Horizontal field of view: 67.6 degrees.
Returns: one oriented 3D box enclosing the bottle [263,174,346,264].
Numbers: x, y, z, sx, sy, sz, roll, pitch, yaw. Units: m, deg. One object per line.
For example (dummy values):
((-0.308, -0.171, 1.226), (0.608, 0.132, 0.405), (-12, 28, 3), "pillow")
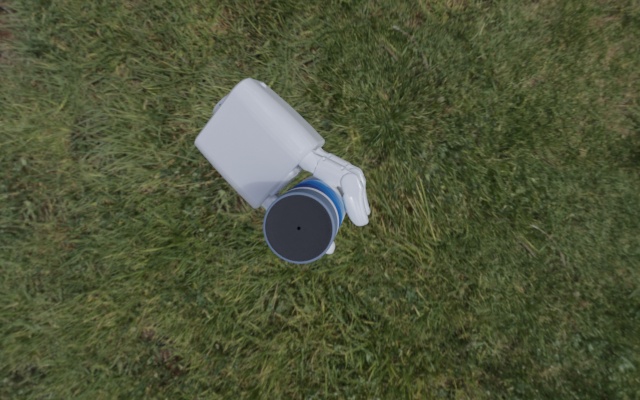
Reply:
((0.000, 0.002, 0.573), (0.069, 0.069, 0.295), (0, 9, 8), "bottle")
